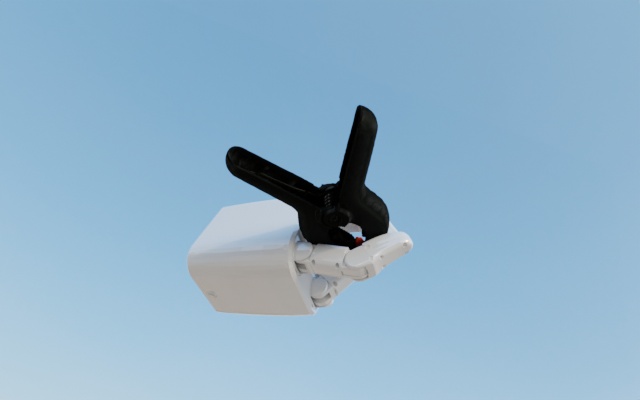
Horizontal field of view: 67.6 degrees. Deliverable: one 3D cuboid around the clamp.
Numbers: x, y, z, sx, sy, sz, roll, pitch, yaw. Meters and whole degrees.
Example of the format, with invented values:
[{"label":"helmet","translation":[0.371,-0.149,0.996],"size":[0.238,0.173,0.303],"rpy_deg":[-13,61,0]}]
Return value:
[{"label":"clamp","translation":[0.000,0.001,0.401],"size":[0.120,0.039,0.172],"rpy_deg":[-4,-46,16]}]
